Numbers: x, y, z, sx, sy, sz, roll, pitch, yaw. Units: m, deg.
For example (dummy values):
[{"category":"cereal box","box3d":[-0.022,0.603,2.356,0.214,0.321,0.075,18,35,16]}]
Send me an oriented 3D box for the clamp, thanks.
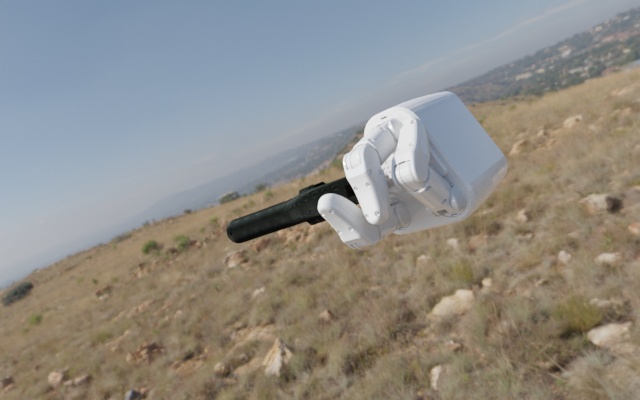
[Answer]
[{"category":"clamp","box3d":[0.000,0.001,0.460,0.171,0.039,0.120,-17,7,42]}]
